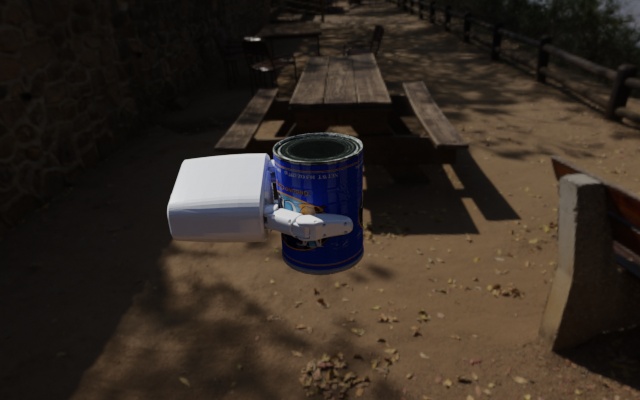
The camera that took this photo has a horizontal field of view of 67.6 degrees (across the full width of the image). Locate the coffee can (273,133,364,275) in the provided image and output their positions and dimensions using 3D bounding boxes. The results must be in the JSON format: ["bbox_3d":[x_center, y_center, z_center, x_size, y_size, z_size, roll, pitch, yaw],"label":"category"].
[{"bbox_3d":[0.000,0.002,0.567,0.103,0.140,0.102,-2,25,1],"label":"coffee can"}]
